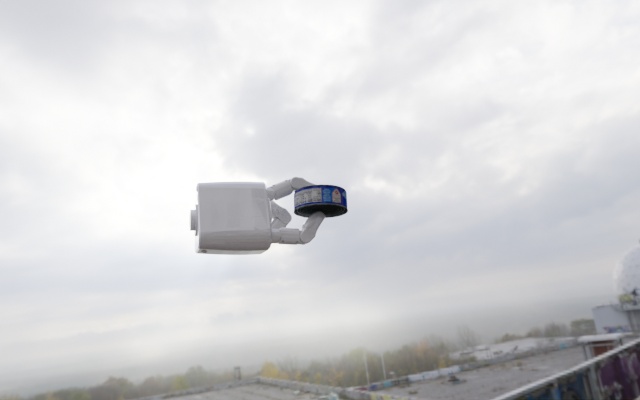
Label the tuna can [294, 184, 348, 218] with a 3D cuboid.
[{"bbox_3d":[0.000,0.002,0.758,0.086,0.033,0.086,-2,-16,0],"label":"tuna can"}]
